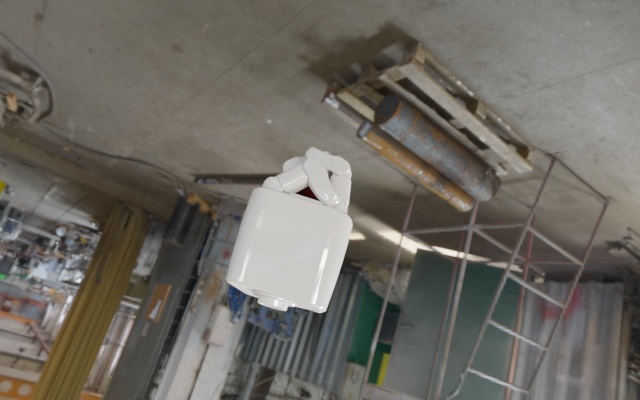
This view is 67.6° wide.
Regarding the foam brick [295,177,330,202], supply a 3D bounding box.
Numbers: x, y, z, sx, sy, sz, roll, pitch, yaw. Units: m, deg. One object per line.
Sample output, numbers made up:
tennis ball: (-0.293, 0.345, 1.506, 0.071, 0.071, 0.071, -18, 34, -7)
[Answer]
foam brick: (0.000, 0.002, 0.596, 0.053, 0.051, 0.078, 11, -19, 14)
